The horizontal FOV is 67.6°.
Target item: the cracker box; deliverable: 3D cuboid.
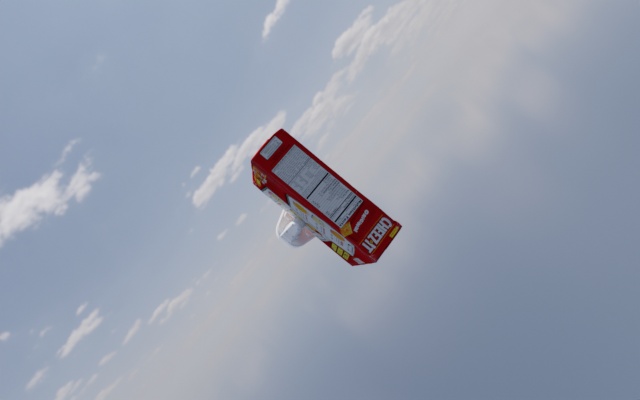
[{"bbox_3d":[0.000,0.002,0.701,0.213,0.072,0.164,39,-11,0],"label":"cracker box"}]
